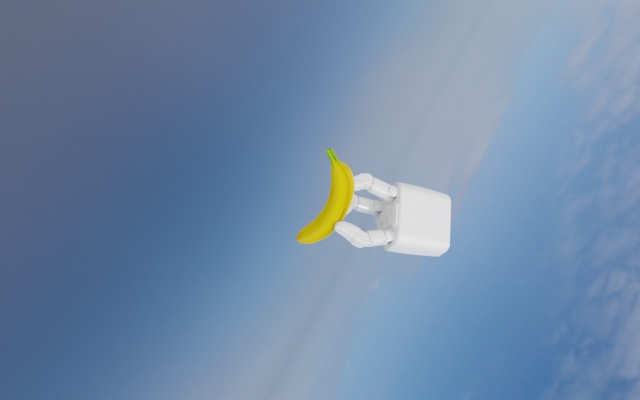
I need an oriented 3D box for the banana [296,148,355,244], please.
[{"bbox_3d":[0.013,0.011,0.790,0.037,0.198,0.069,-15,48,-42],"label":"banana"}]
